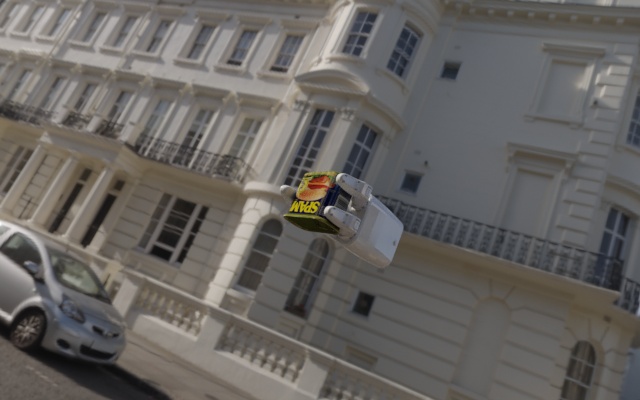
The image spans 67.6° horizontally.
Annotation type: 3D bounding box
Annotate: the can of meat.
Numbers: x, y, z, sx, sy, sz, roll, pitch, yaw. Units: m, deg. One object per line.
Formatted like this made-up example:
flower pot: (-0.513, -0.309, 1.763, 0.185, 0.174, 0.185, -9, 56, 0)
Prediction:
can of meat: (0.000, 0.002, 0.759, 0.057, 0.084, 0.102, 35, -20, -34)
